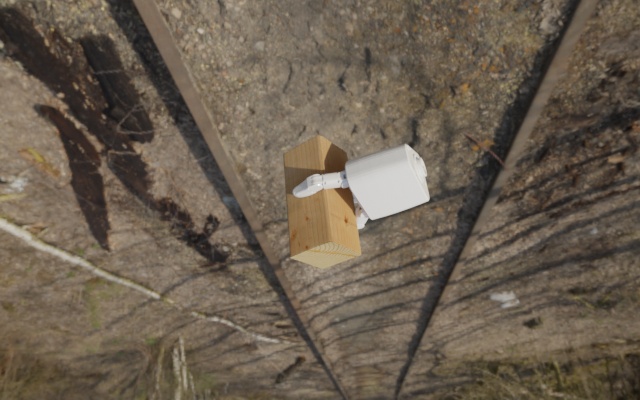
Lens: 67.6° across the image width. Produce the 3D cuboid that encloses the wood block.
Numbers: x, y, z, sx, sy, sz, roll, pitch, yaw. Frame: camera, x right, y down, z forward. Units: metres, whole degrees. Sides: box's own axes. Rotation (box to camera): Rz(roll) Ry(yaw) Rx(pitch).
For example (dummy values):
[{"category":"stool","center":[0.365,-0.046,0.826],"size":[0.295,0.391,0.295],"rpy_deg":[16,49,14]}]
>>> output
[{"category":"wood block","center":[0.000,0.003,0.847],"size":[0.090,0.206,0.091],"rpy_deg":[-24,-33,31]}]
